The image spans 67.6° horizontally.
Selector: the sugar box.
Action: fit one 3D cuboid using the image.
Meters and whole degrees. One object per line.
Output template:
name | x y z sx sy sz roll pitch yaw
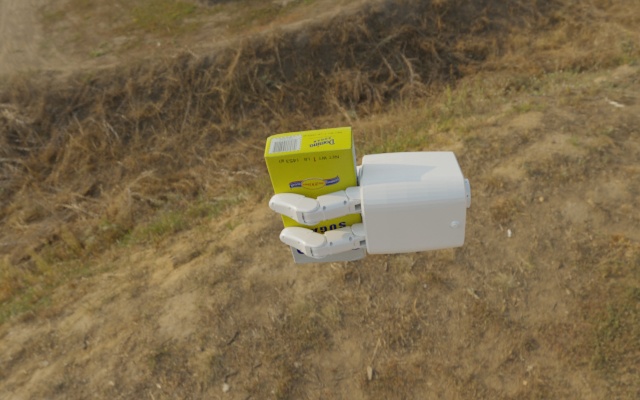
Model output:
sugar box | 0.000 0.002 0.553 0.093 0.176 0.048 -4 41 9
